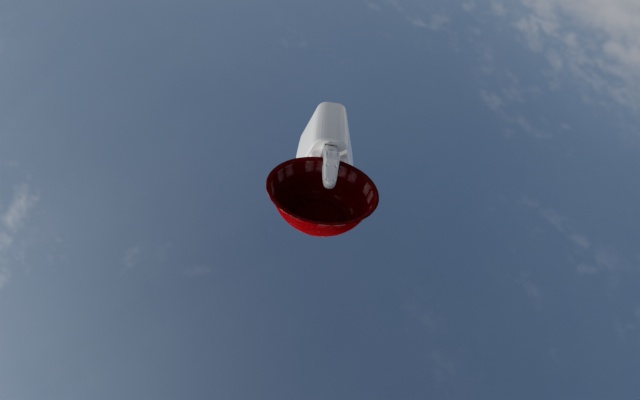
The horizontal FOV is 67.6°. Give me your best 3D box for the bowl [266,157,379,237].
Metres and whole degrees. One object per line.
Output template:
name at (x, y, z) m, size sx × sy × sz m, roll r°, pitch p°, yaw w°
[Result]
bowl at (0.000, 0.003, 0.689) m, size 0.162 × 0.055 × 0.162 m, roll 7°, pitch 37°, yaw -5°
